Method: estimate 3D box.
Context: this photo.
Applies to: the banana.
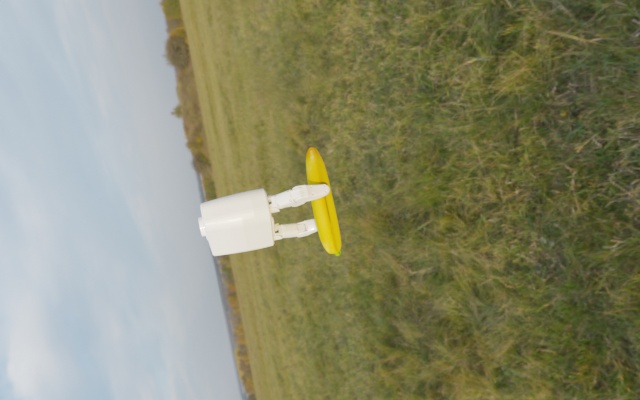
[{"bbox_3d":[0.003,0.008,0.807,0.037,0.198,0.069,-13,7,-6],"label":"banana"}]
